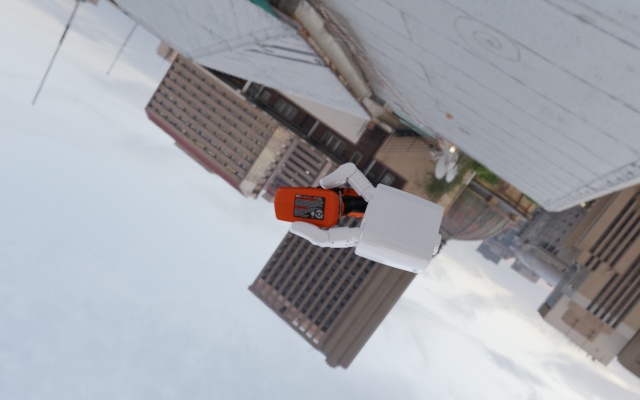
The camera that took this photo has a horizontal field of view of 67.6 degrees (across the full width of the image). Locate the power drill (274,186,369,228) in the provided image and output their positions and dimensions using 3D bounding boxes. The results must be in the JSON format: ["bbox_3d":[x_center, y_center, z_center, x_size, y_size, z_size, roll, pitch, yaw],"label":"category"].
[{"bbox_3d":[0.000,0.003,0.795,0.184,0.057,0.187,4,5,24],"label":"power drill"}]
